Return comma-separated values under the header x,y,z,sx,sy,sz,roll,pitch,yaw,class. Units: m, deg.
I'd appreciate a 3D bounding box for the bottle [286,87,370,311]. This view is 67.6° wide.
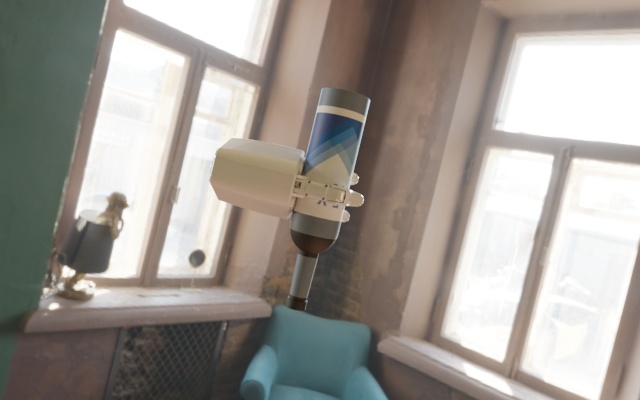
x,y,z,sx,sy,sz,roll,pitch,yaw,class
0.000,0.002,0.642,0.069,0.296,0.069,13,2,0,bottle
